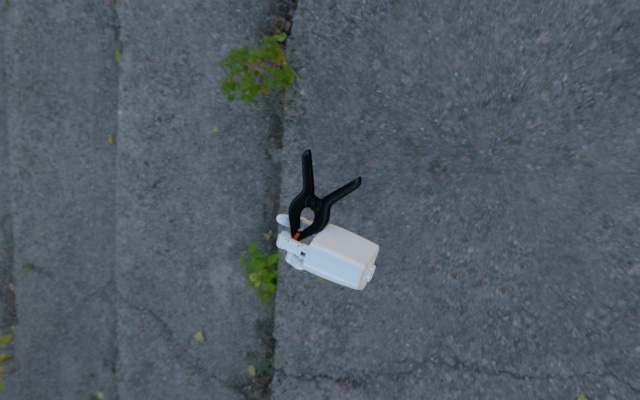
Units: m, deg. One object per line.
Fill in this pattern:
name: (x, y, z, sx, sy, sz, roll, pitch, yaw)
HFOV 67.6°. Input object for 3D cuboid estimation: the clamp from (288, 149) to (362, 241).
clamp: (0.000, 0.003, 0.885, 0.120, 0.171, 0.039, 21, 12, 16)
